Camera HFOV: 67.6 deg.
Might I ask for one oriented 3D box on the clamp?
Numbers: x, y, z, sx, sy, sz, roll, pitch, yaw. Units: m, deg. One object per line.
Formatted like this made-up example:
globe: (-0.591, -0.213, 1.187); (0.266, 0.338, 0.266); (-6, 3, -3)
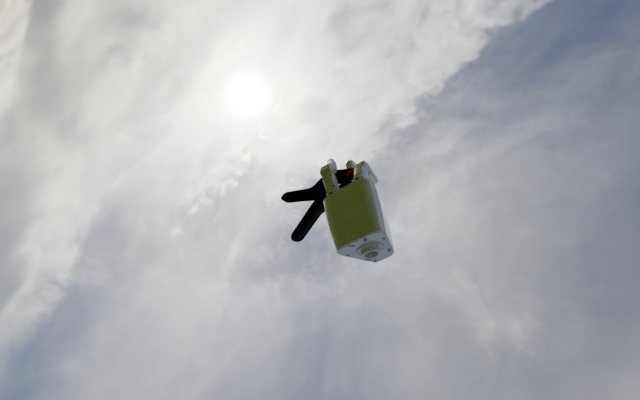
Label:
clamp: (0.001, 0.003, 0.892); (0.171, 0.120, 0.039); (-28, -37, 24)
